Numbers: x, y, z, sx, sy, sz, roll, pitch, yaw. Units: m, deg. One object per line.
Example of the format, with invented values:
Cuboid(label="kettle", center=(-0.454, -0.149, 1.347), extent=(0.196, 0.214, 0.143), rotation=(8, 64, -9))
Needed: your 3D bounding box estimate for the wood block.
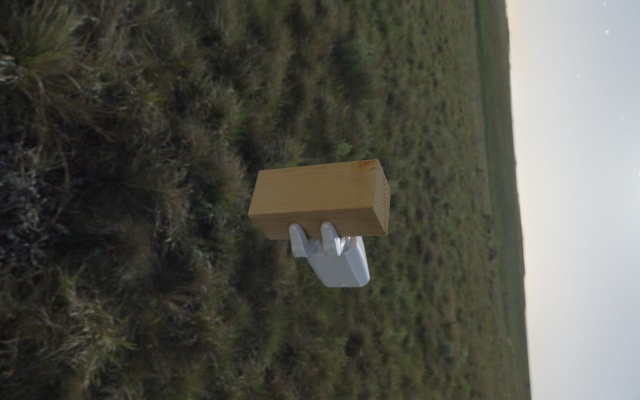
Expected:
Cuboid(label="wood block", center=(0.000, 0.002, 0.773), extent=(0.206, 0.090, 0.090), rotation=(-4, -34, 22))
